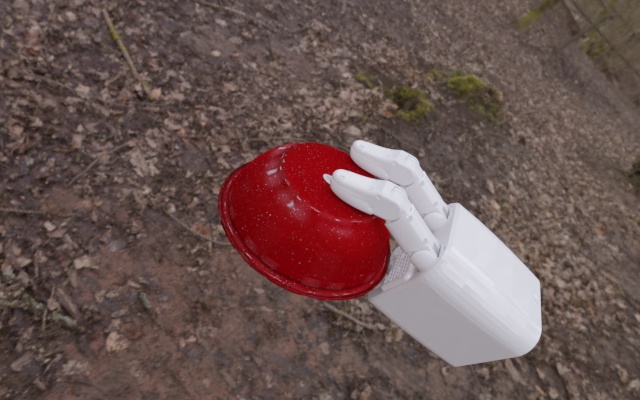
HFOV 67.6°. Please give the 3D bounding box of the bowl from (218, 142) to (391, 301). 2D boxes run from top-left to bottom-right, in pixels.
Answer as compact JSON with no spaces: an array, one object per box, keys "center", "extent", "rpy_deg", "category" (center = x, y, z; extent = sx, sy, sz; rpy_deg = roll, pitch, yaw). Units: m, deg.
[{"center":[-0.001,0.000,0.401],"extent":[0.162,0.162,0.055],"rpy_deg":[0,-43,-33],"category":"bowl"}]
